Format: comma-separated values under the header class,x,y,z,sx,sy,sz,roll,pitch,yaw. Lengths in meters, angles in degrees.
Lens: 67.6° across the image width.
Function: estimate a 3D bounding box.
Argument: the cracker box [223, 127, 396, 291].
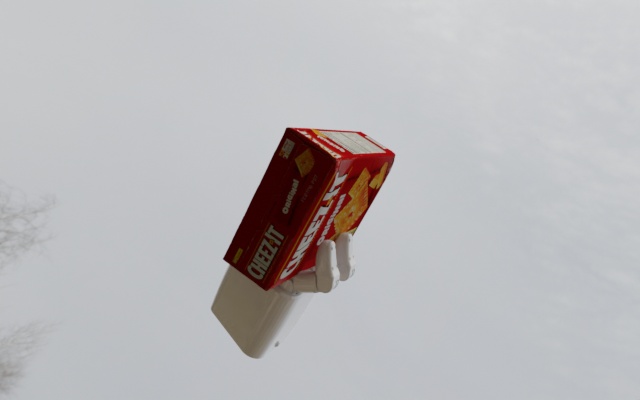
class,x,y,z,sx,sy,sz,roll,pitch,yaw
cracker box,0.000,0.002,0.572,0.072,0.164,0.213,34,19,17
